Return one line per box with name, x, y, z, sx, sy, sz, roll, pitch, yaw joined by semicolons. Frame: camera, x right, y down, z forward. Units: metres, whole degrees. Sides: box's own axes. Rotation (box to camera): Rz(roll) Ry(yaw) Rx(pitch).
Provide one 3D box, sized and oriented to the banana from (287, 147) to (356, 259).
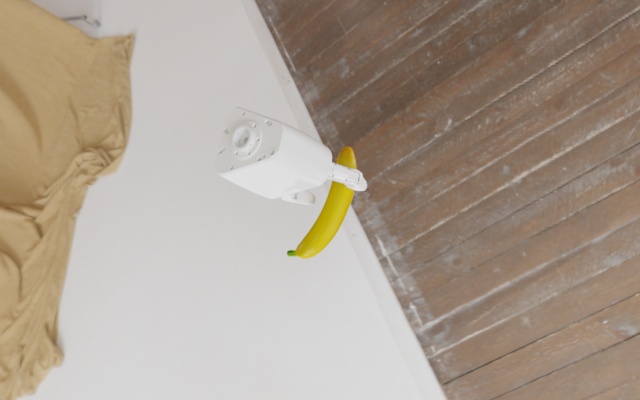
banana;0.010;0.014;0.722;0.069;0.198;0.037;35;8;38
